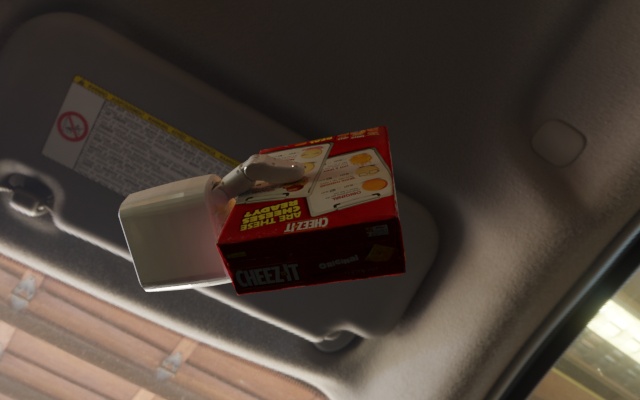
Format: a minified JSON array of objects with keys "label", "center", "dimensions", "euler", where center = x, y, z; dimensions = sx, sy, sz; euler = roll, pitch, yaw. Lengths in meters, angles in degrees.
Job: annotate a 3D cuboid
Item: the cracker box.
[{"label":"cracker box","center":[0.000,0.001,0.513],"dimensions":[0.164,0.072,0.213],"euler":[-10,28,10]}]
